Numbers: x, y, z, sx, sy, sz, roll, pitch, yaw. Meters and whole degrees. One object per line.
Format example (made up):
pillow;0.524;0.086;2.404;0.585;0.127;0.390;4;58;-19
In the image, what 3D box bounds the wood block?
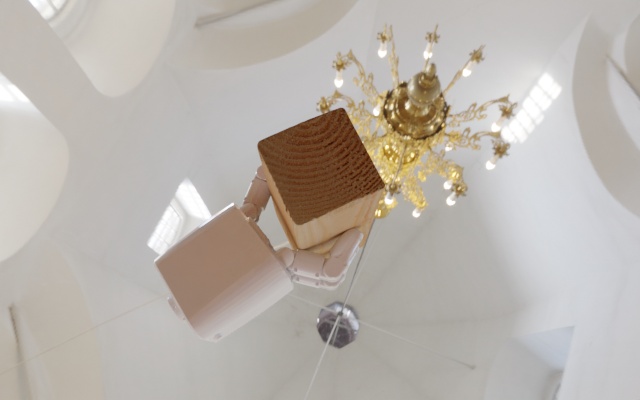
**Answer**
wood block;0.000;0.002;0.517;0.090;0.090;0.206;-24;-17;-8
